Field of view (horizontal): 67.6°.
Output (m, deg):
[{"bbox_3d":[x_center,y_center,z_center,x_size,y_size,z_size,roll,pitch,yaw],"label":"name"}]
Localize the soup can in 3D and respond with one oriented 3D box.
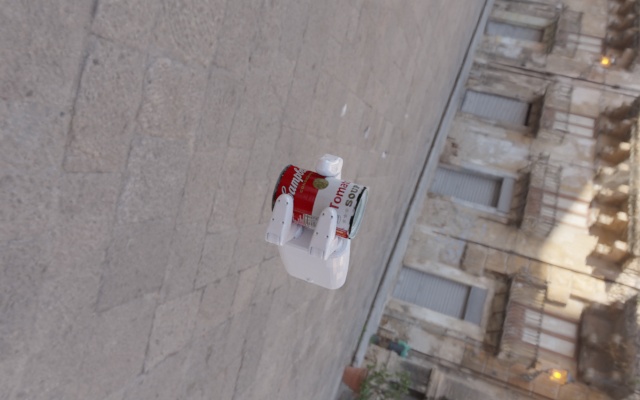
[{"bbox_3d":[0.000,0.002,0.583,0.102,0.068,0.068,17,4,14],"label":"soup can"}]
